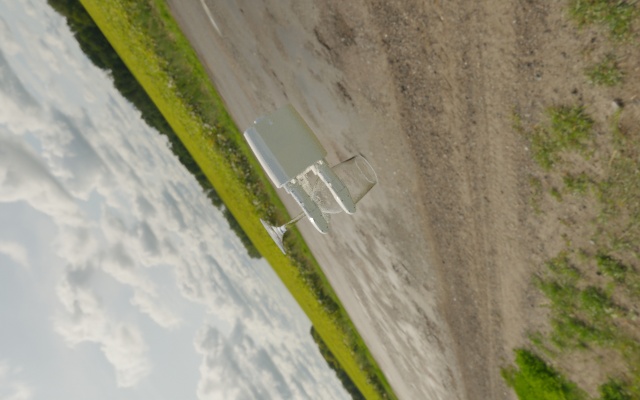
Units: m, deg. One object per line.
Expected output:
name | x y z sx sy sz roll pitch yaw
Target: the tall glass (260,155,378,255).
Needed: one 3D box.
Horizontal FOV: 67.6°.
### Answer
tall glass | 0.000 0.003 0.811 0.201 0.079 0.079 -35 7 -10
